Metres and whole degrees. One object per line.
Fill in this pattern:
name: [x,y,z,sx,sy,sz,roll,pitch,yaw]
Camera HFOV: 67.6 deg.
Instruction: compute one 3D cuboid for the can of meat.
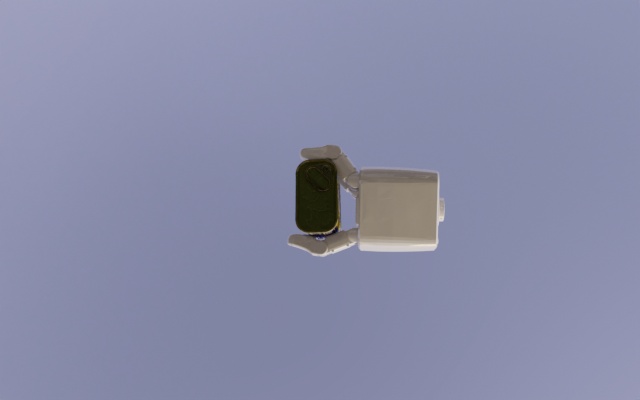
can of meat: [0.000,0.002,0.678,0.057,0.102,0.084,-2,-13,8]
